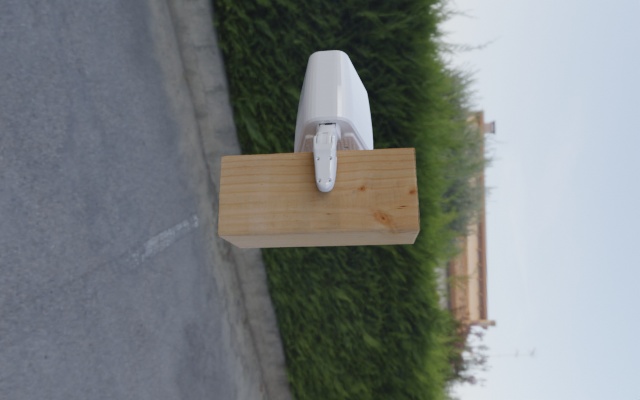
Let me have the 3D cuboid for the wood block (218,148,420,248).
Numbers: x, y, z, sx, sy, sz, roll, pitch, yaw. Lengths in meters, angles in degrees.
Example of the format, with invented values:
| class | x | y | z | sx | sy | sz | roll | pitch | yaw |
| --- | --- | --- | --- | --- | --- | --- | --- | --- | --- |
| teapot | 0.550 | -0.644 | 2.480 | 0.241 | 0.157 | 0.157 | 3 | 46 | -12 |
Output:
| class | x | y | z | sx | sy | sz | roll | pitch | yaw |
| --- | --- | --- | --- | --- | --- | --- | --- | --- | --- |
| wood block | 0.000 | 0.001 | 0.532 | 0.206 | 0.090 | 0.091 | -2 | -15 | 6 |
